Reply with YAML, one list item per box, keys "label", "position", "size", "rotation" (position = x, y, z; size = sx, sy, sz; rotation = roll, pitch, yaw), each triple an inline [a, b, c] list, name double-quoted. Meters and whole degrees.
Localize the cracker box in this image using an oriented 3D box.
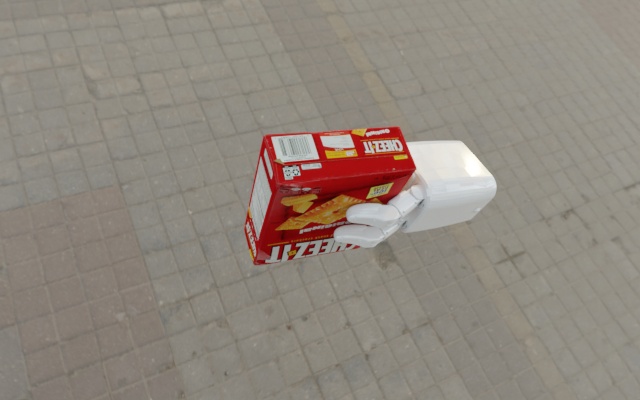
- label: "cracker box"
  position: [0.000, 0.002, 0.599]
  size: [0.164, 0.072, 0.214]
  rotation: [-7, -29, -19]
